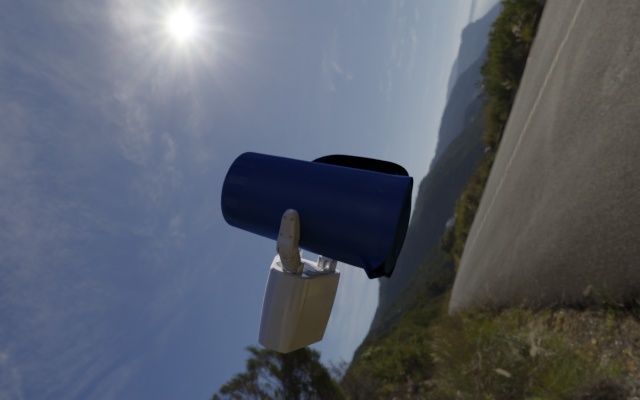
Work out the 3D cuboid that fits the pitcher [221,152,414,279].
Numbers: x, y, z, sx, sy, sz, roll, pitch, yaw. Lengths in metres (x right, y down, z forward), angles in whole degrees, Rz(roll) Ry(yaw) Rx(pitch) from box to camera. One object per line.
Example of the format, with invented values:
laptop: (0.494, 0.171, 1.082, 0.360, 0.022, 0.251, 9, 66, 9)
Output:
pitcher: (0.000, 0.002, 0.645, 0.243, 0.145, 0.149, 14, 7, 15)
